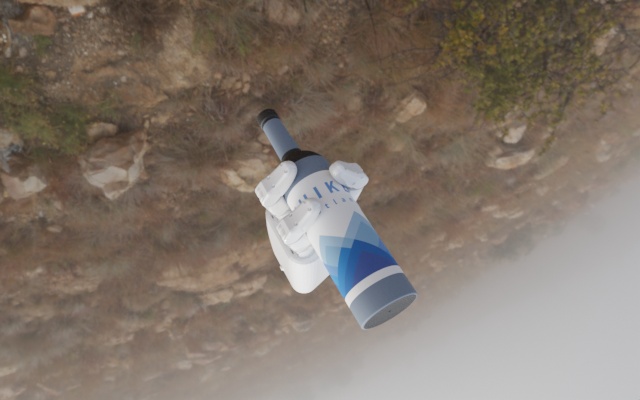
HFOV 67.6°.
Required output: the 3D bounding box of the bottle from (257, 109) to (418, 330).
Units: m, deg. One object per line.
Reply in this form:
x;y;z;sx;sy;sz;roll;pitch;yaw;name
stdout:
0.000;0.002;0.547;0.069;0.295;0.069;-25;-28;-14;bottle
